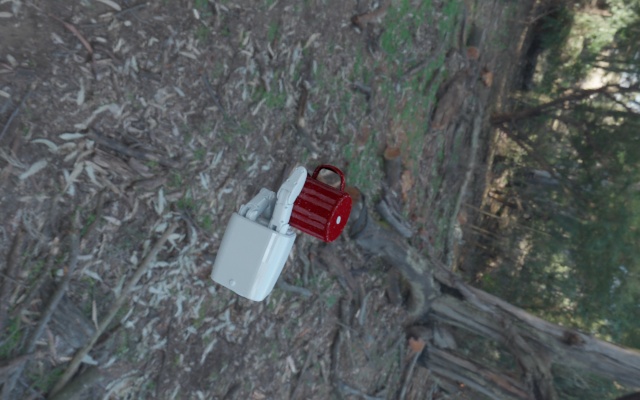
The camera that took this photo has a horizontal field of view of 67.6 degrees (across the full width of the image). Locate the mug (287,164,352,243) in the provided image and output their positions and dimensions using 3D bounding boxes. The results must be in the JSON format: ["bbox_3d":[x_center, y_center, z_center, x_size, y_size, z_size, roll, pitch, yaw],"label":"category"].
[{"bbox_3d":[0.001,0.001,0.732,0.081,0.117,0.093,23,2,21],"label":"mug"}]
